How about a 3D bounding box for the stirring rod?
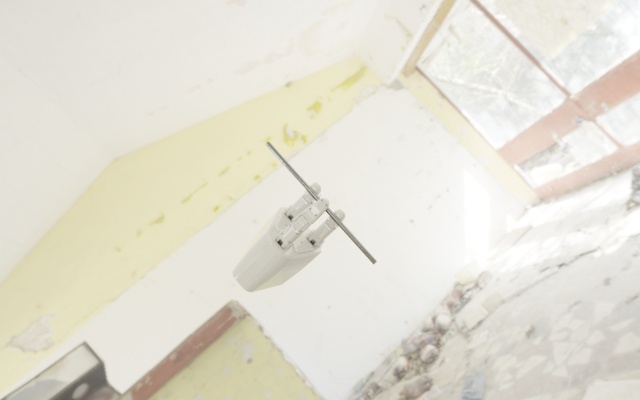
[{"bbox_3d":[0.000,0.002,0.708,0.011,0.239,0.011,-42,-5,-5],"label":"stirring rod"}]
